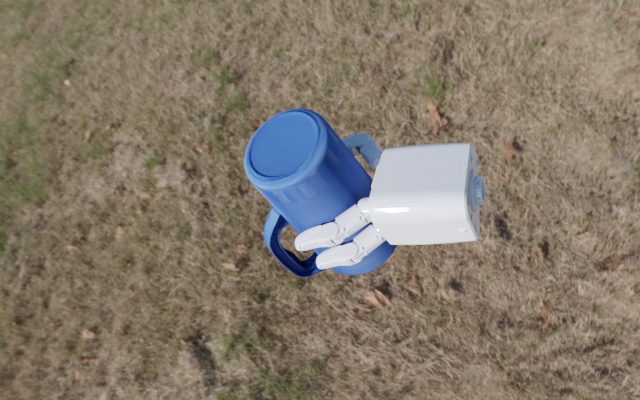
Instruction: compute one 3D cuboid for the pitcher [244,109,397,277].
[{"bbox_3d":[0.000,0.002,0.616,0.145,0.149,0.243,-3,-29,27],"label":"pitcher"}]
